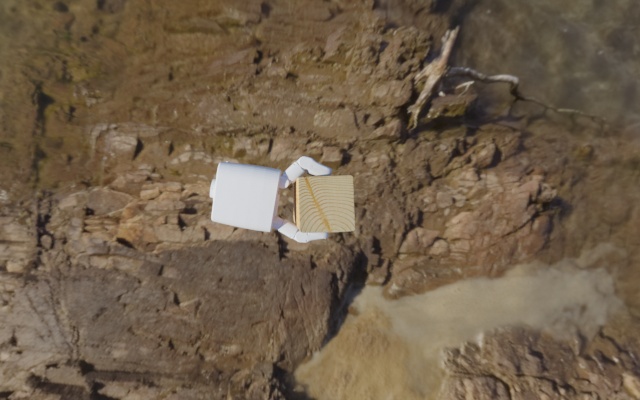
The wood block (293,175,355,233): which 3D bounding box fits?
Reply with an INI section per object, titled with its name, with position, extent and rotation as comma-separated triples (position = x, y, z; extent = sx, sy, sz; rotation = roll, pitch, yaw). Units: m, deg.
[wood block]
position = 0.000, 0.003, 0.853
extent = 0.090, 0.091, 0.206
rotation = -2, 2, -6
